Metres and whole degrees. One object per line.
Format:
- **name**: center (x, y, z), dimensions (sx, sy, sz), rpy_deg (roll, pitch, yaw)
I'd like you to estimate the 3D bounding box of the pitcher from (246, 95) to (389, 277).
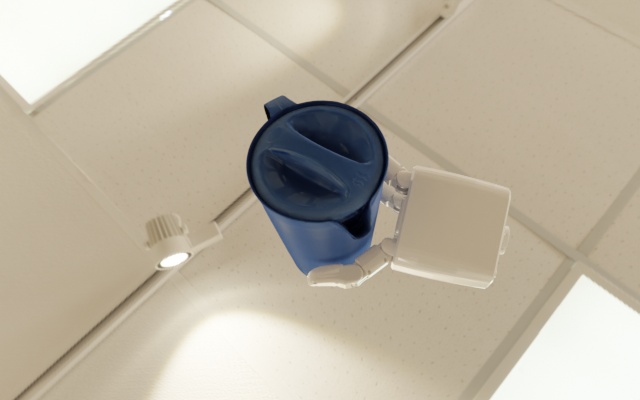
- **pitcher**: center (0.000, 0.002, 0.549), dimensions (0.145, 0.149, 0.243), rpy_deg (11, -25, 9)
